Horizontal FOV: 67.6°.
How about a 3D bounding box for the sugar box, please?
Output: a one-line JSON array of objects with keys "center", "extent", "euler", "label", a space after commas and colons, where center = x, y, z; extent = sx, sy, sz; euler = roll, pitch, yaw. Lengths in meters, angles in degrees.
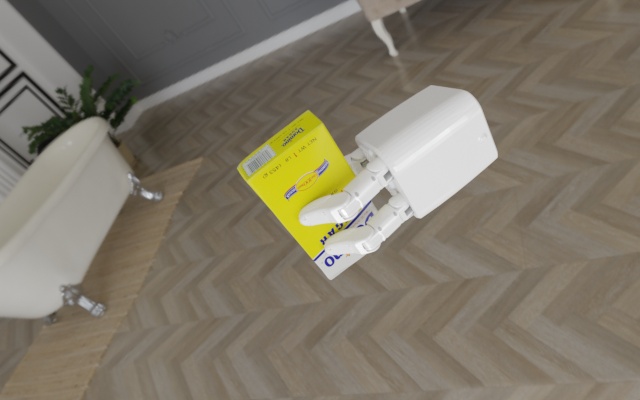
[{"center": [0.000, 0.002, 0.511], "extent": [0.093, 0.176, 0.048], "euler": [-38, 36, 0], "label": "sugar box"}]
